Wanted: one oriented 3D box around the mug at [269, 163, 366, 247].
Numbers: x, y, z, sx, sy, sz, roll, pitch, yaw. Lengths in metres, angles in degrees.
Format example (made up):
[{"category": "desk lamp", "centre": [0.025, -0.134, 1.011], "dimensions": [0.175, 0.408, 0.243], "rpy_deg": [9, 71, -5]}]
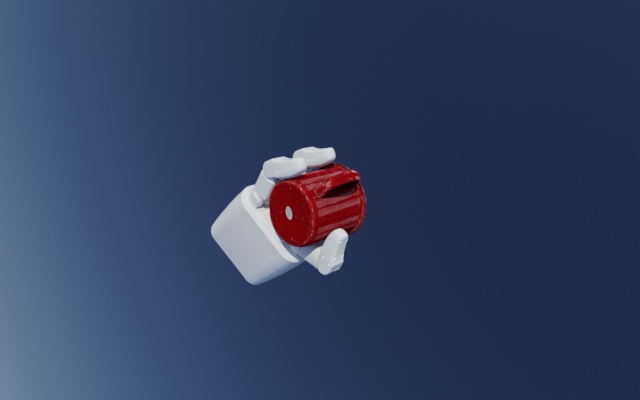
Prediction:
[{"category": "mug", "centre": [0.001, 0.001, 0.559], "dimensions": [0.081, 0.093, 0.117], "rpy_deg": [-16, -16, -43]}]
